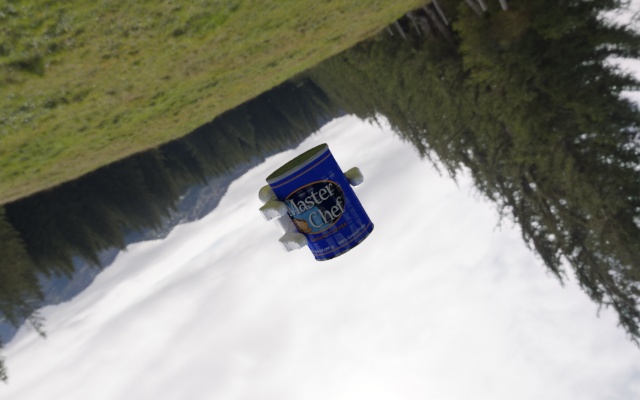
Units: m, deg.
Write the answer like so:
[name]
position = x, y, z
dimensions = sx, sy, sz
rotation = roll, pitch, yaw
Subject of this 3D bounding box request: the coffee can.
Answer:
[coffee can]
position = 0.000, 0.002, 0.693
dimensions = 0.103, 0.140, 0.102
rotation = -30, 12, 7
